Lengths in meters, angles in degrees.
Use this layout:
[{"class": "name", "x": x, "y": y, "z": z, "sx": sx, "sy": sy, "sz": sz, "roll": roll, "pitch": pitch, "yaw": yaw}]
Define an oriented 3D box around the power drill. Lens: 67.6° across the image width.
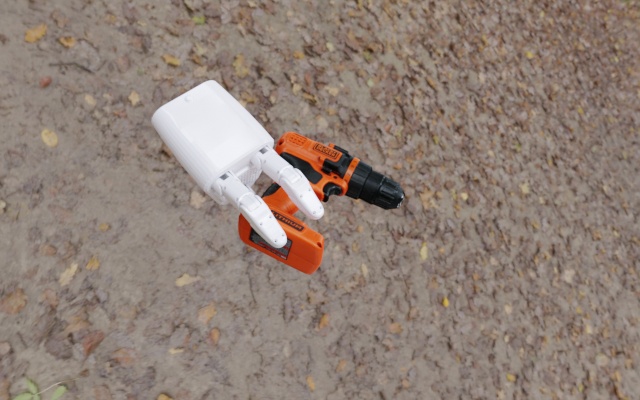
[{"class": "power drill", "x": 0.000, "y": 0.002, "z": 0.589, "sx": 0.184, "sy": 0.057, "sz": 0.187, "roll": 24, "pitch": 42, "yaw": 8}]
